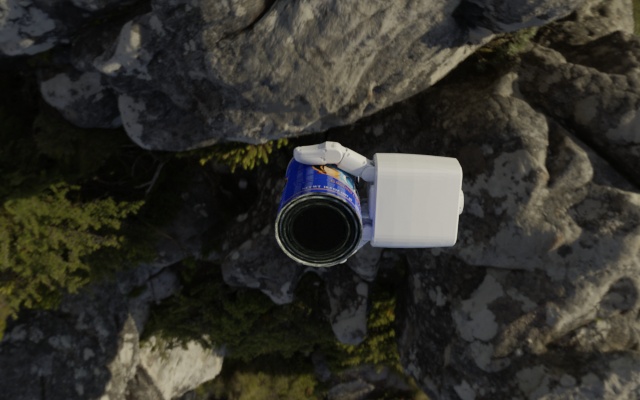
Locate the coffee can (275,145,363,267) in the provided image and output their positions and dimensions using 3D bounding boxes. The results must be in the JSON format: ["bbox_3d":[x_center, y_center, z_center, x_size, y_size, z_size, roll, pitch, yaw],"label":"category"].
[{"bbox_3d":[0.000,0.002,0.611,0.103,0.103,0.140,0,29,2],"label":"coffee can"}]
